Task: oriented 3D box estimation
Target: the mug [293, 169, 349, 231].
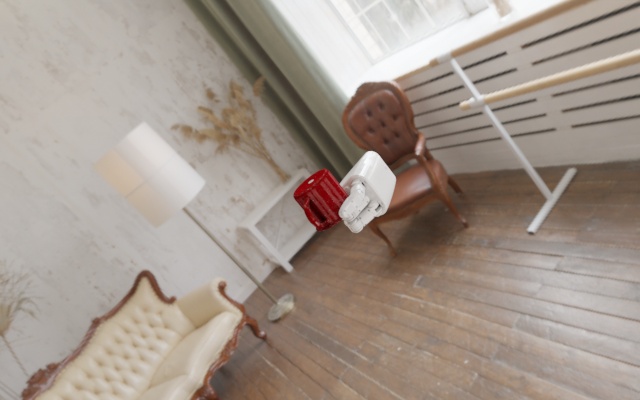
[{"bbox_3d":[-0.001,0.004,0.869,0.093,0.081,0.117,-28,18,35],"label":"mug"}]
